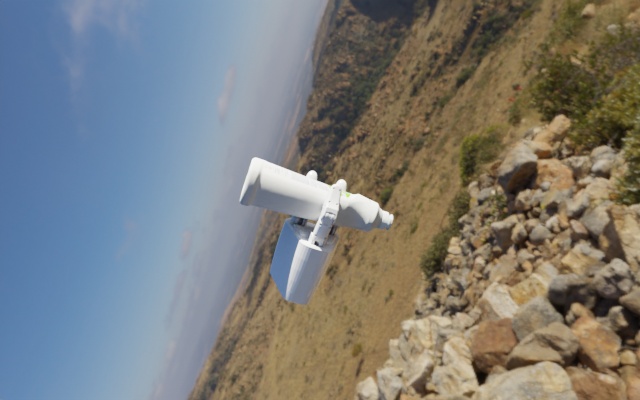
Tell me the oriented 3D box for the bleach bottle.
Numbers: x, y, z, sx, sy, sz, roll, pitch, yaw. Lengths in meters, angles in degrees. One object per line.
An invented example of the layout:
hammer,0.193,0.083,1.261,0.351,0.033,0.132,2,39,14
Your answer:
bleach bottle,0.000,0.002,0.778,0.251,0.068,0.102,18,16,-10
